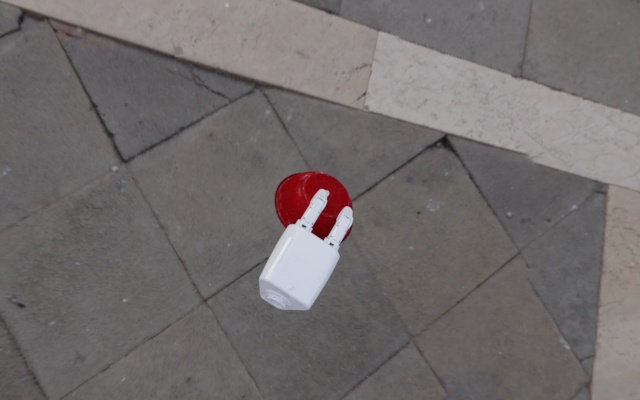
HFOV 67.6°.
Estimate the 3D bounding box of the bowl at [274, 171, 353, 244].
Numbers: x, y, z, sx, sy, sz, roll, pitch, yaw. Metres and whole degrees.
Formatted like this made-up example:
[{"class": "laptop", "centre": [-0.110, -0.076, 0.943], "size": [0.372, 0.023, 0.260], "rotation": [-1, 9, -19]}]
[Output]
[{"class": "bowl", "centre": [0.001, 0.002, 0.872], "size": [0.162, 0.162, 0.055], "rotation": [0, -31, -30]}]
